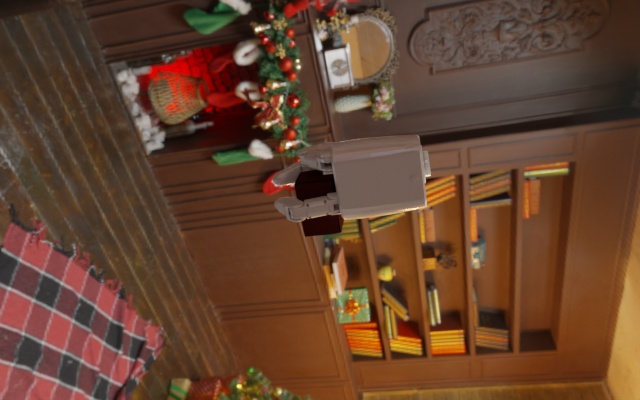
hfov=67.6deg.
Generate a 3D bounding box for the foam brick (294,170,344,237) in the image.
[{"bbox_3d":[0.000,0.002,0.639,0.051,0.078,0.053,-7,21,10],"label":"foam brick"}]
